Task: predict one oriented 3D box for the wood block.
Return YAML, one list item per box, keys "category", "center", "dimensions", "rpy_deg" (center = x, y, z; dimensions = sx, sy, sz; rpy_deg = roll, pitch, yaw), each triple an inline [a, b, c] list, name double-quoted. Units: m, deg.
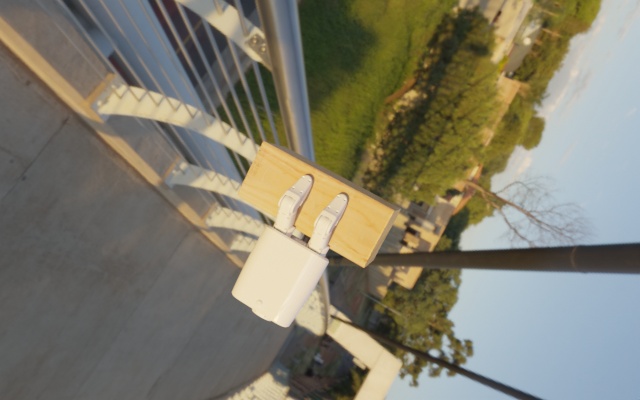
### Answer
- category: "wood block"
  center: [0.000, 0.003, 0.688]
  dimensions: [0.206, 0.090, 0.091]
  rpy_deg: [29, 7, 13]
